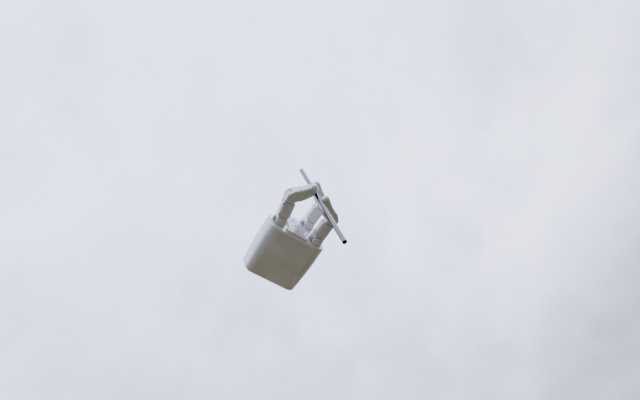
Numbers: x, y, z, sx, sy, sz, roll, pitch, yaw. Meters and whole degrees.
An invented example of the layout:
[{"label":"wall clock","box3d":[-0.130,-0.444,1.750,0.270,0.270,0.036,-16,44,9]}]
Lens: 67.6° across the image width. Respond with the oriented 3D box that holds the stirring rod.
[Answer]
[{"label":"stirring rod","box3d":[0.000,0.003,0.824,0.011,0.011,0.239,0,30,-21]}]
